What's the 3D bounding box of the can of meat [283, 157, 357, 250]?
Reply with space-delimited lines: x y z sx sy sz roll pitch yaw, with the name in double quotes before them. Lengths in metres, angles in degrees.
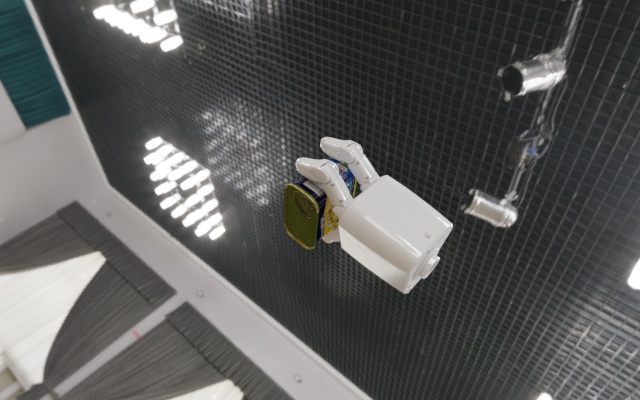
"can of meat" 0.000 0.002 0.634 0.057 0.102 0.084 36 54 25
